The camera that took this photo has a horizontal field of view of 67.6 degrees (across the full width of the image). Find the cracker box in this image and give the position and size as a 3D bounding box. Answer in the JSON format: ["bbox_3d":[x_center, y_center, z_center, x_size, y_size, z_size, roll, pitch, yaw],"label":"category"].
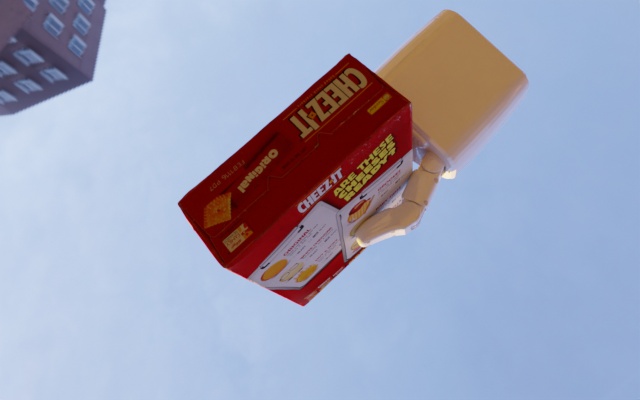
[{"bbox_3d":[0.000,0.002,0.414,0.072,0.164,0.214,46,-5,22],"label":"cracker box"}]
